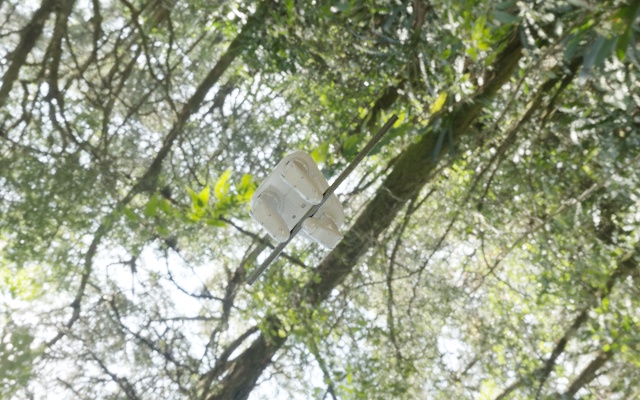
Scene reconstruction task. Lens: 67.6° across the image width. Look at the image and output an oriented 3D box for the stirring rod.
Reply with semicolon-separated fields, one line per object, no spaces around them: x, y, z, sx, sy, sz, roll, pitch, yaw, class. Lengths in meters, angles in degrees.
0.000;0.002;0.511;0.011;0.239;0.011;41;7;-6;stirring rod
